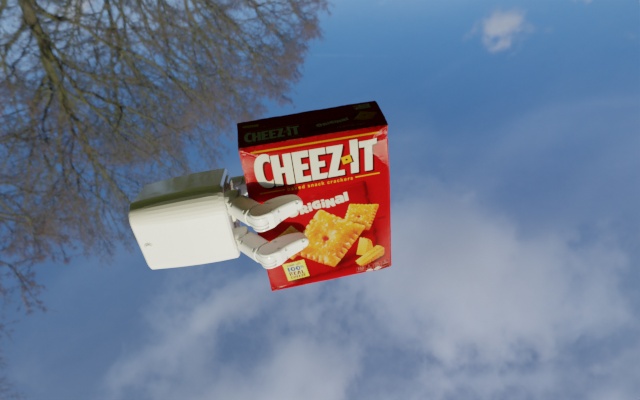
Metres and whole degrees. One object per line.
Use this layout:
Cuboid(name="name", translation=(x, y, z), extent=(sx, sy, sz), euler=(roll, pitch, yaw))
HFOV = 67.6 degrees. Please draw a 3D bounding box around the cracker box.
Cuboid(name="cracker box", translation=(0.000, 0.002, 0.580), extent=(0.164, 0.214, 0.072), euler=(-10, 36, -4))
